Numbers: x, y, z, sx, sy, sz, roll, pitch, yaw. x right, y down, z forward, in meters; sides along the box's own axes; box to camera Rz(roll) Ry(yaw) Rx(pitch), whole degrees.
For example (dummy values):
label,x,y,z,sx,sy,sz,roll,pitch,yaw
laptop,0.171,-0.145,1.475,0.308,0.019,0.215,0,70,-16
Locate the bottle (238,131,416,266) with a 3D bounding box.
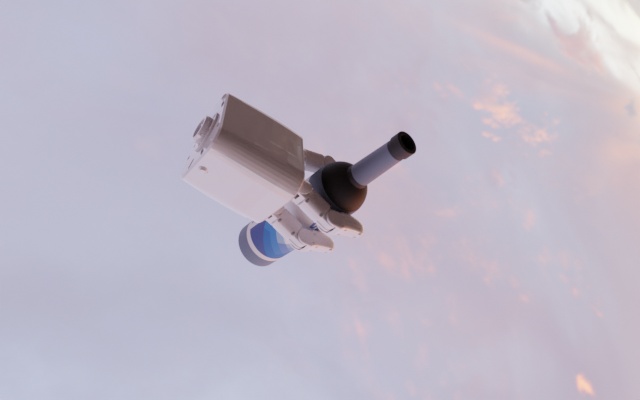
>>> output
label,x,y,z,sx,sy,sz,roll,pitch,yaw
bottle,0.000,0.002,0.592,0.069,0.069,0.296,0,-25,-42
